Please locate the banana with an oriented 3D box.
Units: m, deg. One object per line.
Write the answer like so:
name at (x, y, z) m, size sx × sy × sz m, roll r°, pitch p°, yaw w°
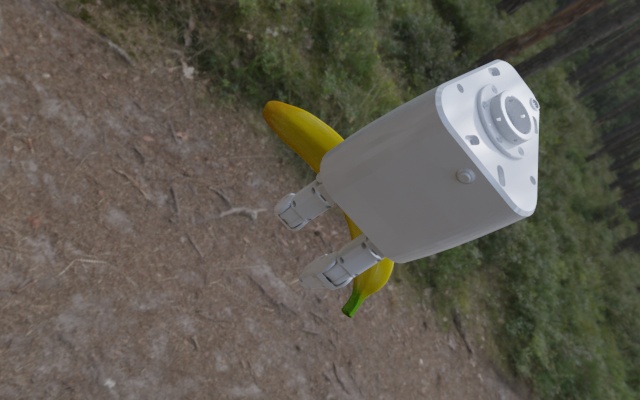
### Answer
banana at (0.018, -0.002, 0.410) m, size 0.069 × 0.198 × 0.037 m, roll -23°, pitch 1°, yaw -19°
